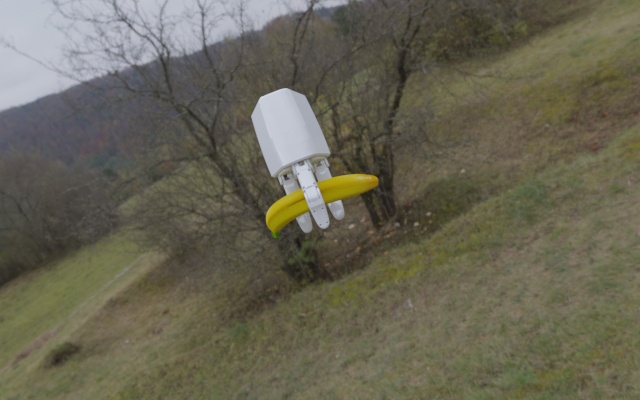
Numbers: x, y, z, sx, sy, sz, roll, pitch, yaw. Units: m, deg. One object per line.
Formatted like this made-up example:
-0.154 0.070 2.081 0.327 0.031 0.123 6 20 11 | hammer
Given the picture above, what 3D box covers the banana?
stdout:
-0.011 0.001 0.714 0.198 0.037 0.069 -26 -21 22 | banana
